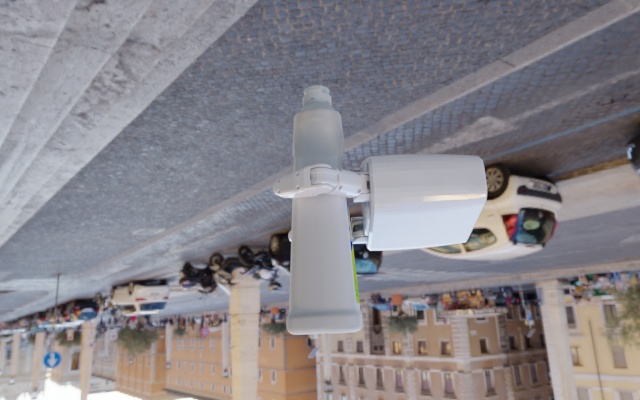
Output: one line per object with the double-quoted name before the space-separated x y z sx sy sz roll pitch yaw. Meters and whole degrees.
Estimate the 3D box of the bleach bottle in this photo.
"bleach bottle" 0.000 0.002 0.474 0.068 0.250 0.102 -3 -14 2
